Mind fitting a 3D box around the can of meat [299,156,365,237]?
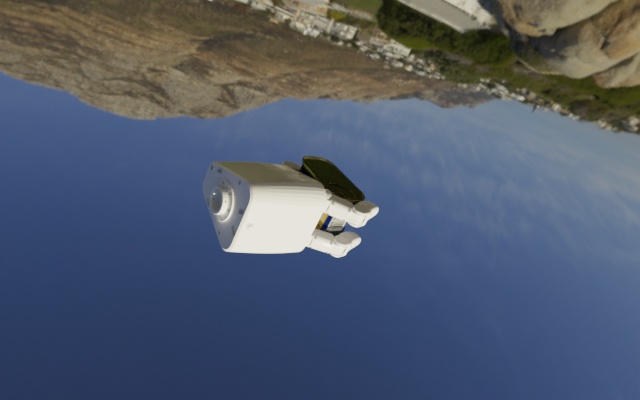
[{"bbox_3d":[0.000,0.002,0.652,0.057,0.084,0.102,1,36,-44],"label":"can of meat"}]
